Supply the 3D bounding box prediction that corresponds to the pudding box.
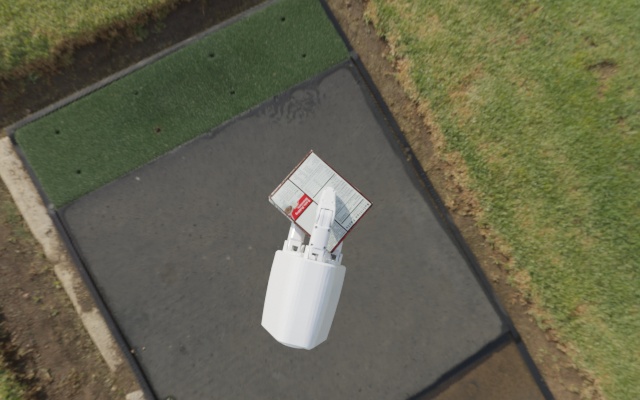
[{"bbox_3d":[0.000,0.002,0.642,0.113,0.090,0.039,42,-6,-1],"label":"pudding box"}]
